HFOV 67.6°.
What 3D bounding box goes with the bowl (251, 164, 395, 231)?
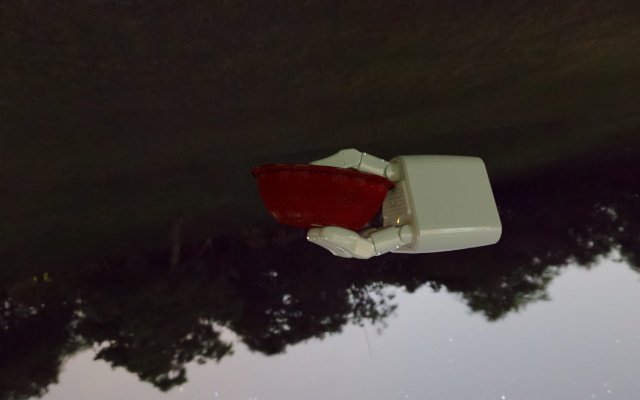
[{"bbox_3d":[-0.001,0.002,0.533,0.162,0.055,0.162,6,-7,1],"label":"bowl"}]
